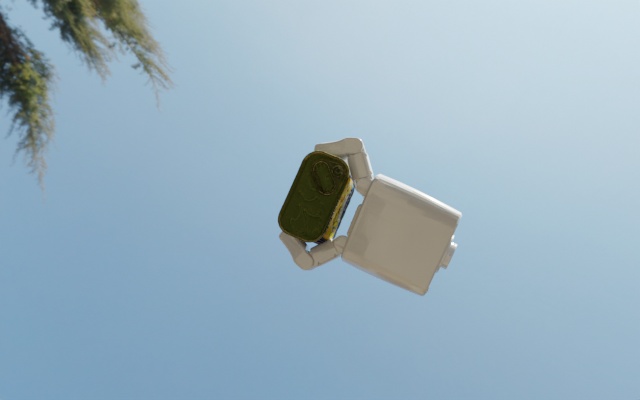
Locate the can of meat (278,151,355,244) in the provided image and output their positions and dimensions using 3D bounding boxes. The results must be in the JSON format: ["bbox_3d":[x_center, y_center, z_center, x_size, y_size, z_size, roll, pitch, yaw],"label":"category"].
[{"bbox_3d":[0.000,0.002,0.570,0.057,0.102,0.084,22,-5,14],"label":"can of meat"}]
